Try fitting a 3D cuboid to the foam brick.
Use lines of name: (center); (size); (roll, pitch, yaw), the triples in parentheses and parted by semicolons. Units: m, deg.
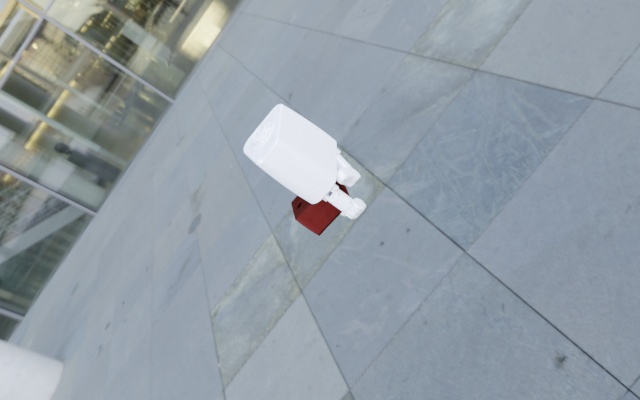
foam brick: (0.000, 0.003, 0.728); (0.051, 0.078, 0.053); (33, 20, -28)
